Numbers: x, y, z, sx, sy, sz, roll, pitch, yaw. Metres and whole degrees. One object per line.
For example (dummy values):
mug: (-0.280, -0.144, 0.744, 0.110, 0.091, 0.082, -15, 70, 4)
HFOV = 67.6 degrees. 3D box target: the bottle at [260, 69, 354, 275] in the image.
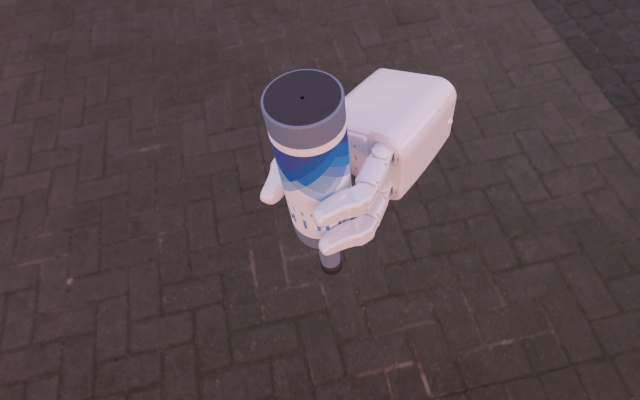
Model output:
bottle: (0.000, 0.002, 0.494, 0.069, 0.069, 0.296, 0, -34, 7)
